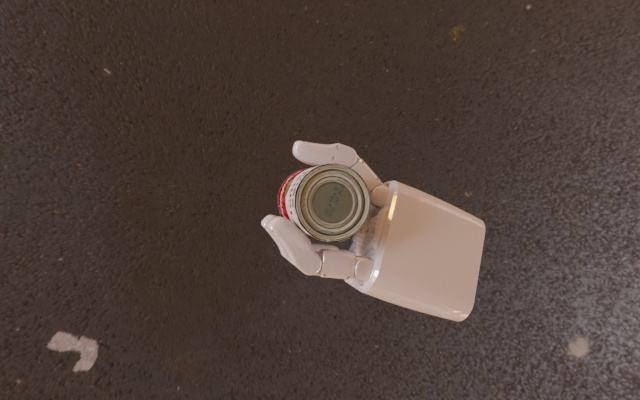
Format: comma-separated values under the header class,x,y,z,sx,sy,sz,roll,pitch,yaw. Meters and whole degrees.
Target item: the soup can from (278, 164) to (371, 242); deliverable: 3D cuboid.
class,x,y,z,sx,sy,sz,roll,pitch,yaw
soup can,0.000,0.001,0.446,0.068,0.068,0.102,0,1,-13
